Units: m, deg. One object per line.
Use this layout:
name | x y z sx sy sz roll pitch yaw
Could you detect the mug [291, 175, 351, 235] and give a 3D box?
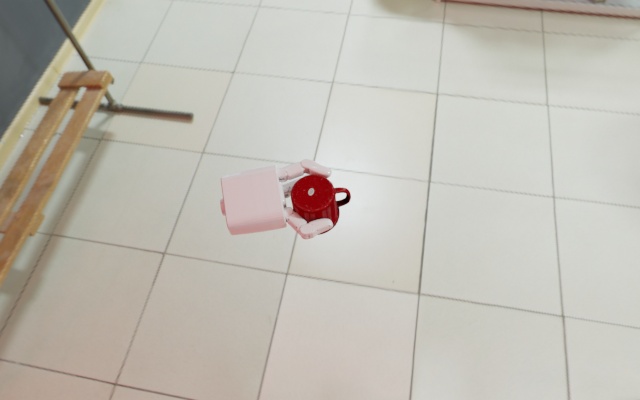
mug | 0.002 0.003 0.889 0.117 0.093 0.081 -12 -30 -3
